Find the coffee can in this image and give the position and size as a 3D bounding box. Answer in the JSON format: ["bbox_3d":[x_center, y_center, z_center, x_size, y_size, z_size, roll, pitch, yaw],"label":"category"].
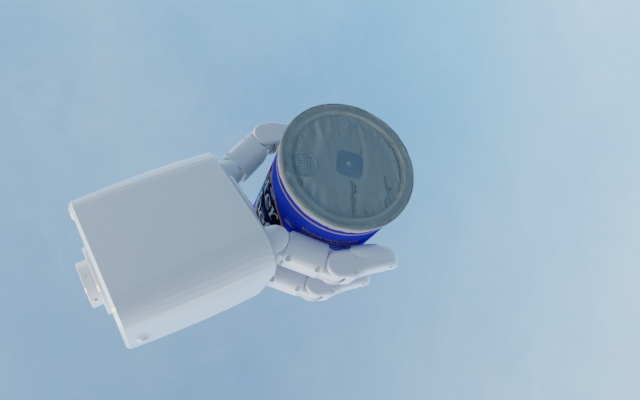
[{"bbox_3d":[0.000,0.001,0.400,0.103,0.102,0.140,0,-24,-19],"label":"coffee can"}]
